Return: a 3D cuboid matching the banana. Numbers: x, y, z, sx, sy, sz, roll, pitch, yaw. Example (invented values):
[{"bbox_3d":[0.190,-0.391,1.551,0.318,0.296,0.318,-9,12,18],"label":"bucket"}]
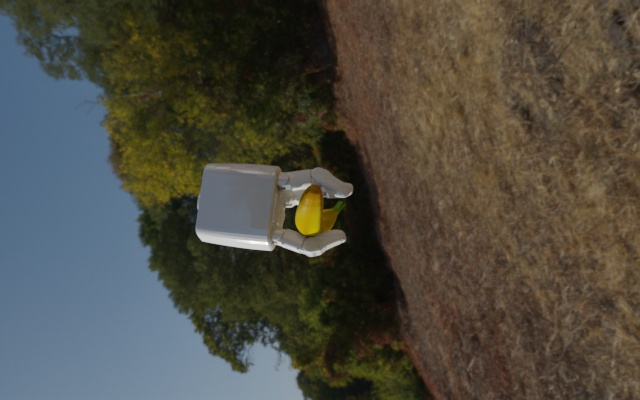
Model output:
[{"bbox_3d":[-0.007,0.020,0.656,0.037,0.069,0.198,23,-1,11],"label":"banana"}]
